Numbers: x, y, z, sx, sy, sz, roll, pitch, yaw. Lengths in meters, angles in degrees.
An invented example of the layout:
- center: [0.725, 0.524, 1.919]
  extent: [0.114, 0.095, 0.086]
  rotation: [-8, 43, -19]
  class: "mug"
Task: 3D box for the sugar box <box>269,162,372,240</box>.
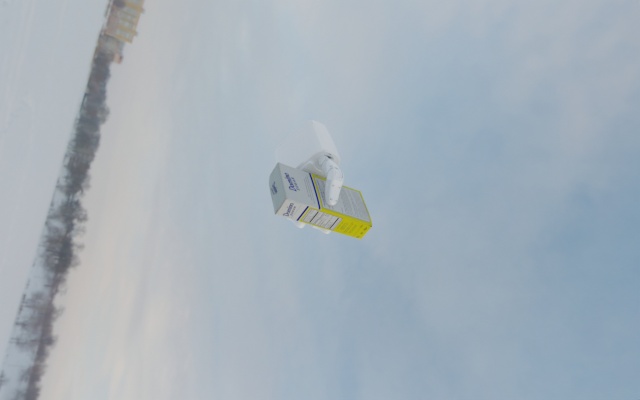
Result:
- center: [0.000, 0.003, 0.816]
  extent: [0.176, 0.048, 0.093]
  rotation: [16, 36, -28]
  class: "sugar box"
